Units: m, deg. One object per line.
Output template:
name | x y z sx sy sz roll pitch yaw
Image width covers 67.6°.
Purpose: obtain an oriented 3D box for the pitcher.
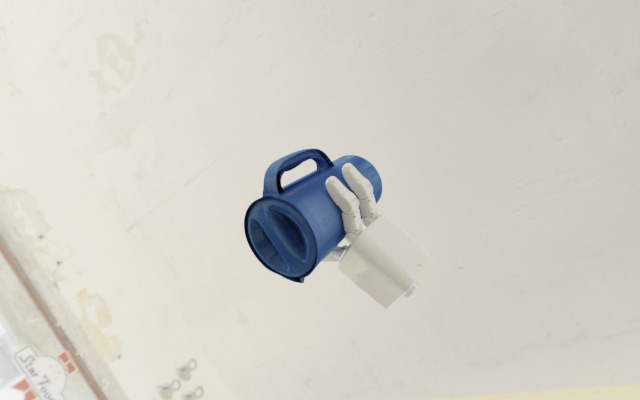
pitcher | 0.000 0.003 0.765 0.145 0.149 0.242 41 40 11
